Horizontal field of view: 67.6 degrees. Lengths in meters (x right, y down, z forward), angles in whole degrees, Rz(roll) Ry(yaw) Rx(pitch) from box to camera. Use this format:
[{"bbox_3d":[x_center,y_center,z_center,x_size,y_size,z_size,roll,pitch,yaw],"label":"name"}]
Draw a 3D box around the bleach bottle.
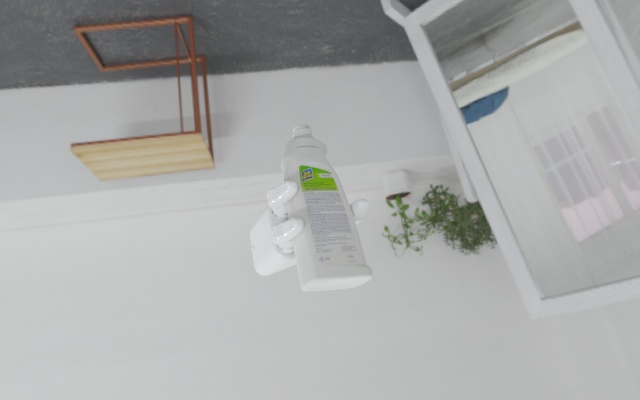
[{"bbox_3d":[0.000,0.002,0.704,0.102,0.250,0.068,1,-25,-27],"label":"bleach bottle"}]
